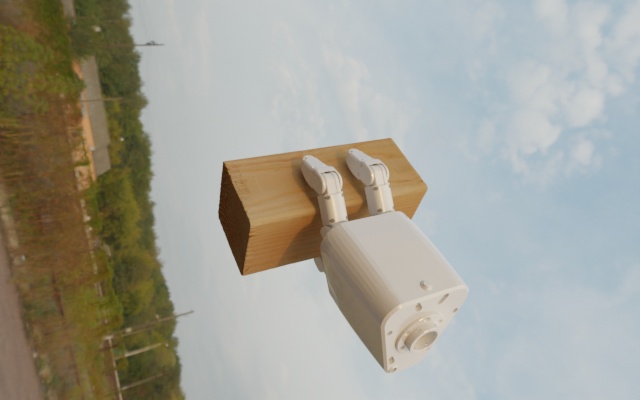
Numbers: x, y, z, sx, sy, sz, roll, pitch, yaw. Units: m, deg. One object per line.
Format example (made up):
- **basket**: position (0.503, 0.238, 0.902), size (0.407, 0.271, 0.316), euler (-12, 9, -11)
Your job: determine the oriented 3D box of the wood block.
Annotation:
- **wood block**: position (0.000, 0.002, 0.534), size (0.206, 0.090, 0.091), euler (-11, -39, -26)
